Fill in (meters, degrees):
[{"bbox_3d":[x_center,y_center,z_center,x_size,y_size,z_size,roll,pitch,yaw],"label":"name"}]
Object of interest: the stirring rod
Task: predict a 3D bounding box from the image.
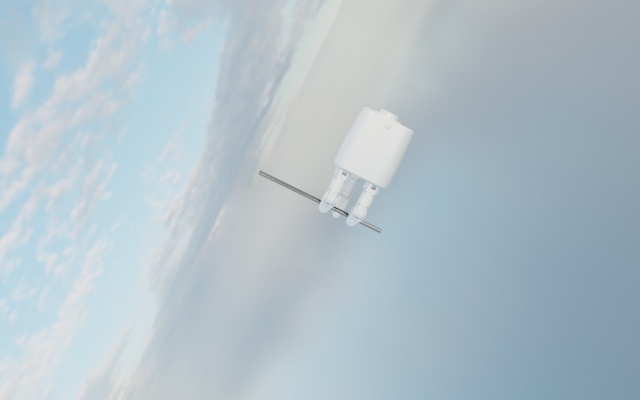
[{"bbox_3d":[0.000,0.003,0.847,0.239,0.011,0.011,26,-2,-4],"label":"stirring rod"}]
